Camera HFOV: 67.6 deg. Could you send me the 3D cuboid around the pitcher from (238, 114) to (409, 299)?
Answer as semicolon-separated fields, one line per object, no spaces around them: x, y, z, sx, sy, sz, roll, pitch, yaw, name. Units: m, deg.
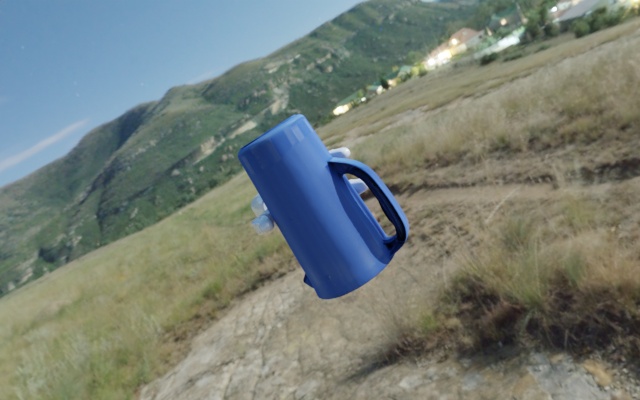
0.000;0.002;0.669;0.149;0.243;0.145;-35;11;-15;pitcher
